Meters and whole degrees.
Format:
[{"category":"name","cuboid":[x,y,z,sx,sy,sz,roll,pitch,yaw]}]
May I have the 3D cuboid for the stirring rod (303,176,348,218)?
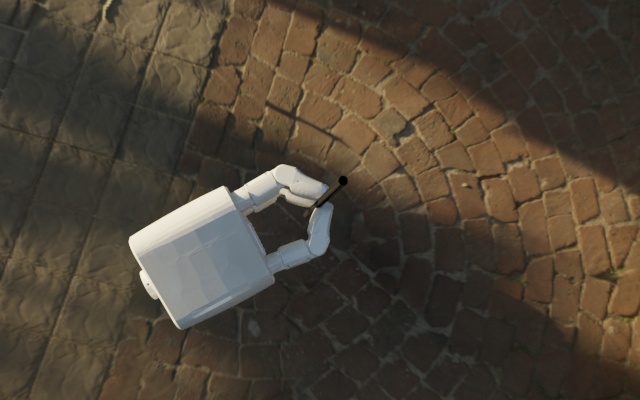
[{"category":"stirring rod","cuboid":[0.000,0.002,0.494,0.011,0.011,0.239,0,-8,-9]}]
